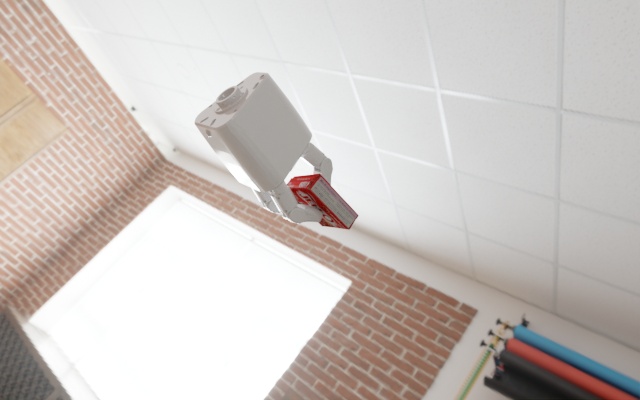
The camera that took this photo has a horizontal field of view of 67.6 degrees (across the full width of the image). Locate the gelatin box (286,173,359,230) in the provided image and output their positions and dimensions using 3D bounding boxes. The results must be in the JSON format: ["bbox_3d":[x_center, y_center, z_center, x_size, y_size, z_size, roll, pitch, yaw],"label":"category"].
[{"bbox_3d":[0.001,0.002,0.674,0.089,0.030,0.073,45,-21,-24],"label":"gelatin box"}]
